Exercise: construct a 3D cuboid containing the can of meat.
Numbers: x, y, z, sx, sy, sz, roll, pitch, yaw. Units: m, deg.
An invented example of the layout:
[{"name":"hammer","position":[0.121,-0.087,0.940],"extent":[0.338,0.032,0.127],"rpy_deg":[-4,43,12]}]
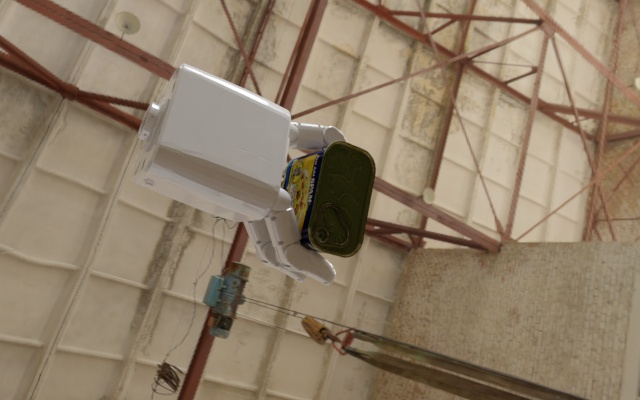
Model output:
[{"name":"can of meat","position":[0.000,0.001,0.459],"extent":[0.057,0.102,0.084],"rpy_deg":[18,-13,-29]}]
